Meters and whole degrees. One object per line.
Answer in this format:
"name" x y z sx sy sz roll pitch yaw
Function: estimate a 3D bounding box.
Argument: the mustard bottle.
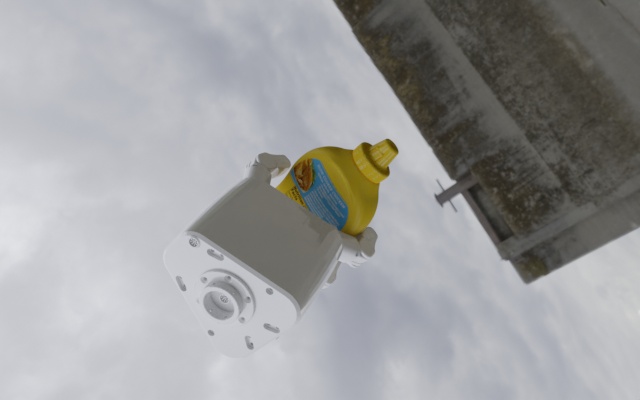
"mustard bottle" 0.000 0.002 0.484 0.192 0.096 0.058 -38 -17 29
